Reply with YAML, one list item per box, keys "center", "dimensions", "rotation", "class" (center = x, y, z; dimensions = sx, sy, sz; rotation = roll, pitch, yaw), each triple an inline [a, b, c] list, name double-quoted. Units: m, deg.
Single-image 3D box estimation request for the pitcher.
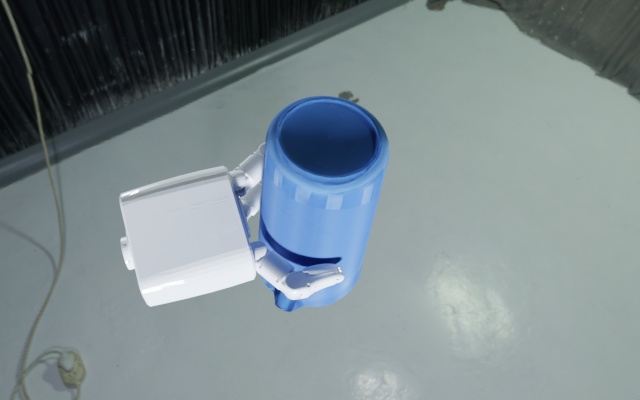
- center: [0.000, 0.002, 0.510]
  dimensions: [0.145, 0.149, 0.243]
  rotation: [-15, -29, -15]
  class: "pitcher"
